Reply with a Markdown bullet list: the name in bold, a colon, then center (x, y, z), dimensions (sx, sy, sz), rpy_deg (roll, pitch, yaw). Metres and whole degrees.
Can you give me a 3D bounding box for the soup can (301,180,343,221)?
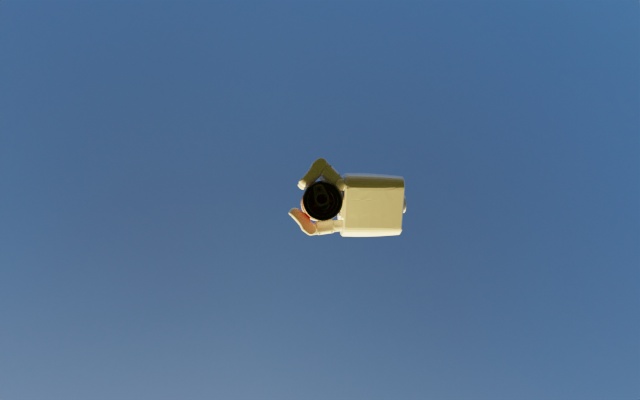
- **soup can**: center (0.000, 0.003, 0.846), dimensions (0.068, 0.068, 0.102), rpy_deg (0, -3, -5)
